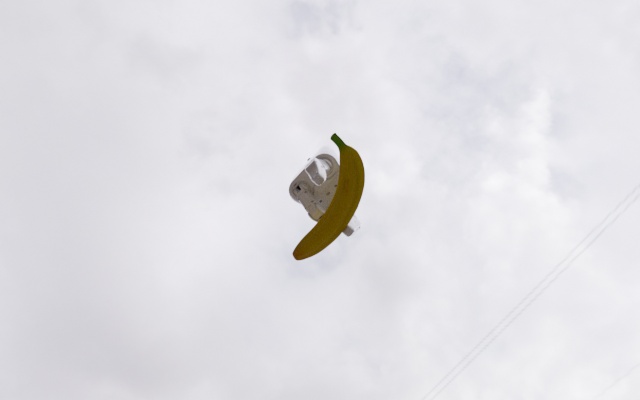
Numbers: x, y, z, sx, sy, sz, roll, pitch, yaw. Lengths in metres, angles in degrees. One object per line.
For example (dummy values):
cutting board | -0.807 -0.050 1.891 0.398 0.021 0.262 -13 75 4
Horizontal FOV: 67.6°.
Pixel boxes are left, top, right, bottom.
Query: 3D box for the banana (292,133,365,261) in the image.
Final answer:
banana | 0.019 0.005 0.682 0.069 0.198 0.037 17 17 -3
